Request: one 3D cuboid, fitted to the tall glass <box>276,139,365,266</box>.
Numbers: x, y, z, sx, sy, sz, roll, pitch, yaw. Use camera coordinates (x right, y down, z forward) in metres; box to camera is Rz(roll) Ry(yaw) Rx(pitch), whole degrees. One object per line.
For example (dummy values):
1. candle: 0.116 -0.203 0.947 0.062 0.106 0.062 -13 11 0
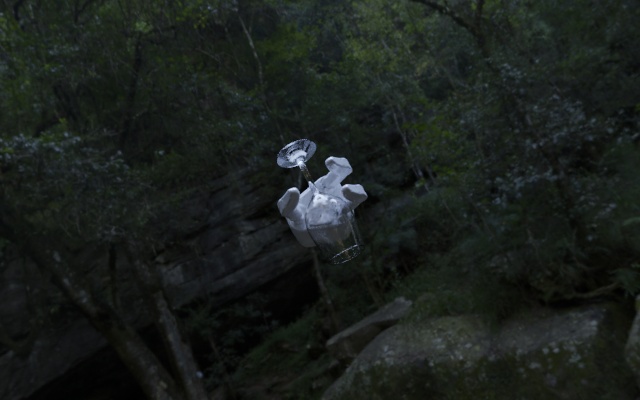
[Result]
1. tall glass: 0.000 0.002 0.768 0.079 0.201 0.079 -22 -23 -10
